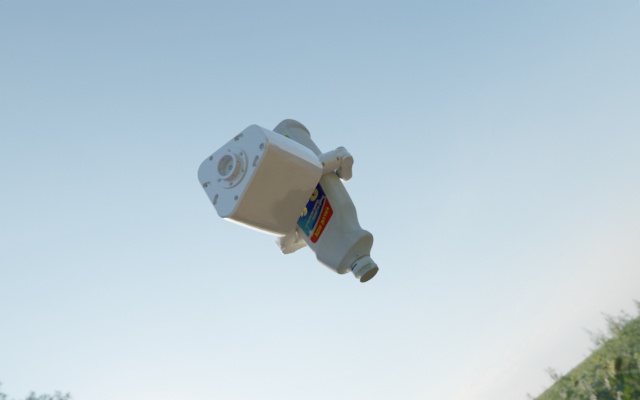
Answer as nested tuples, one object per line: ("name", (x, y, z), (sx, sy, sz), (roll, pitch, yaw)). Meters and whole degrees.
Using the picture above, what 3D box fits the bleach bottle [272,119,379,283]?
("bleach bottle", (0.000, 0.002, 0.646), (0.068, 0.102, 0.250), (22, 25, -54))
